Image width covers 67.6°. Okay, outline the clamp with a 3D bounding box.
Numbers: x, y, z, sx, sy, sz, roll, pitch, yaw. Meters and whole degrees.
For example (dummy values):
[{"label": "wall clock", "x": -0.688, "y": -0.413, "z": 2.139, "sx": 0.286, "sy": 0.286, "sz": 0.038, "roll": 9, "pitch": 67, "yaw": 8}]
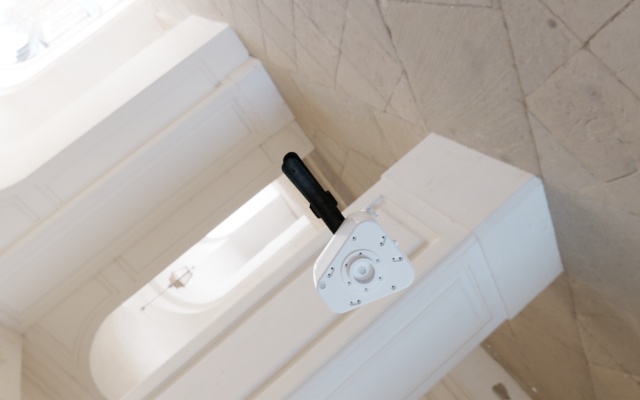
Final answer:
[{"label": "clamp", "x": 0.000, "y": 0.003, "z": 0.653, "sx": 0.039, "sy": 0.171, "sz": 0.120, "roll": -39, "pitch": 1, "yaw": 9}]
